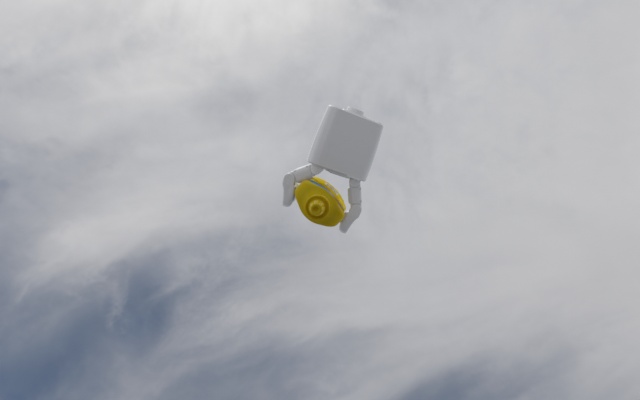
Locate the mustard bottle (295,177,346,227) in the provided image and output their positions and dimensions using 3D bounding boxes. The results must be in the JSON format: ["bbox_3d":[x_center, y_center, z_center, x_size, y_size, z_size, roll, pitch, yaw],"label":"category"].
[{"bbox_3d":[0.000,0.003,0.842,0.096,0.058,0.191,44,7,-2],"label":"mustard bottle"}]
